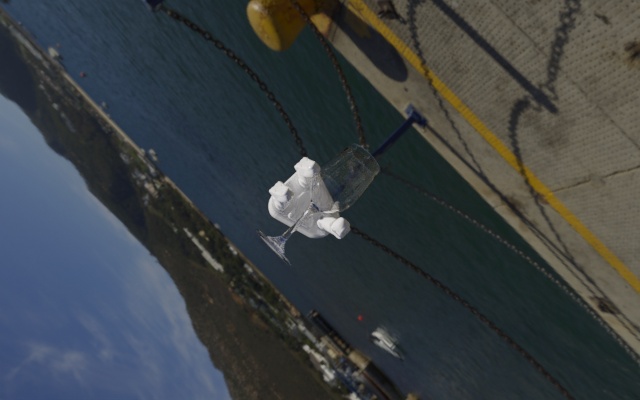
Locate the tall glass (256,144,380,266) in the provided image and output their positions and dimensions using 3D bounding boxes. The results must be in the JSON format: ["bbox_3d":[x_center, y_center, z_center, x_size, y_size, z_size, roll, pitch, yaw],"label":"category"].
[{"bbox_3d":[0.000,0.003,0.724,0.201,0.079,0.079,-44,10,-11],"label":"tall glass"}]
